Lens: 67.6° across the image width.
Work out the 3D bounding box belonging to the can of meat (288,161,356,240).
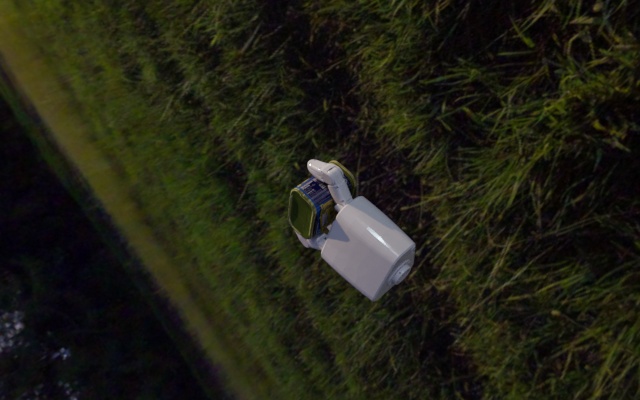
[{"bbox_3d":[0.000,0.002,0.720,0.084,0.057,0.102,-35,-25,-28],"label":"can of meat"}]
